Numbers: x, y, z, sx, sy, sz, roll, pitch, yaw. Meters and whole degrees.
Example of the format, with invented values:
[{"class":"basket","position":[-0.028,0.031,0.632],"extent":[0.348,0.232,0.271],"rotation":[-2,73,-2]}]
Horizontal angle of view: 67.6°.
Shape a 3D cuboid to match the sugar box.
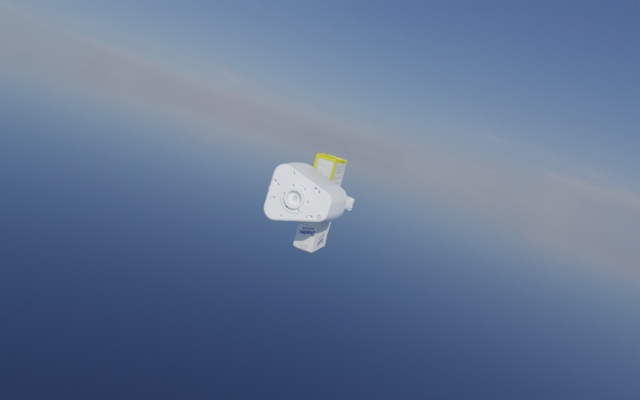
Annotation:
[{"class":"sugar box","position":[0.000,0.003,0.890],"extent":[0.048,0.176,0.093],"rotation":[19,8,14]}]
